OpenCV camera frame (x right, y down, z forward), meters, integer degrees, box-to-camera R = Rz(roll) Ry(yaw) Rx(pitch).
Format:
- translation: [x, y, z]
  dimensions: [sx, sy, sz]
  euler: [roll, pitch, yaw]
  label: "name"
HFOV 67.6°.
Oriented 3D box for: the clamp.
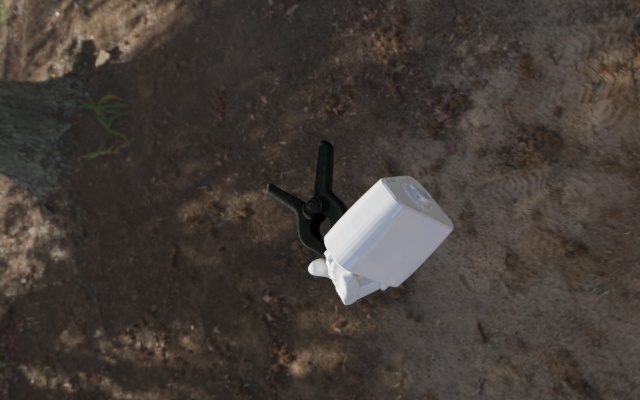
- translation: [0.000, 0.002, 0.651]
  dimensions: [0.120, 0.171, 0.039]
  euler: [-48, -32, 22]
  label: "clamp"
